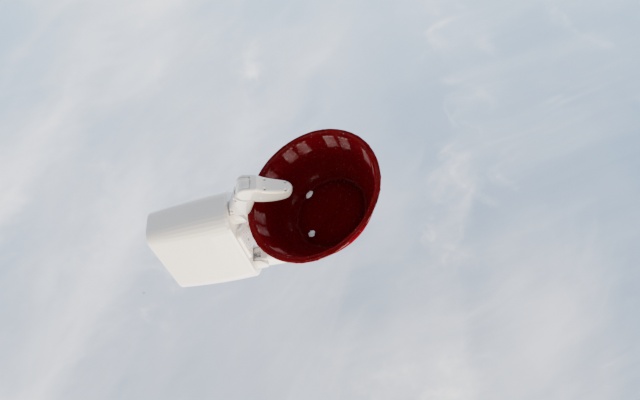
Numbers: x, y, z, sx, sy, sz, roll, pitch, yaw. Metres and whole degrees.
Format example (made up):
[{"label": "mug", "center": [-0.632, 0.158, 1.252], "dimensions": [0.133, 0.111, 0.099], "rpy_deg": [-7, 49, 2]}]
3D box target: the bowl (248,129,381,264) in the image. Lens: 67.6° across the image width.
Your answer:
[{"label": "bowl", "center": [0.001, 0.002, 0.534], "dimensions": [0.162, 0.162, 0.055], "rpy_deg": [0, -26, 30]}]
